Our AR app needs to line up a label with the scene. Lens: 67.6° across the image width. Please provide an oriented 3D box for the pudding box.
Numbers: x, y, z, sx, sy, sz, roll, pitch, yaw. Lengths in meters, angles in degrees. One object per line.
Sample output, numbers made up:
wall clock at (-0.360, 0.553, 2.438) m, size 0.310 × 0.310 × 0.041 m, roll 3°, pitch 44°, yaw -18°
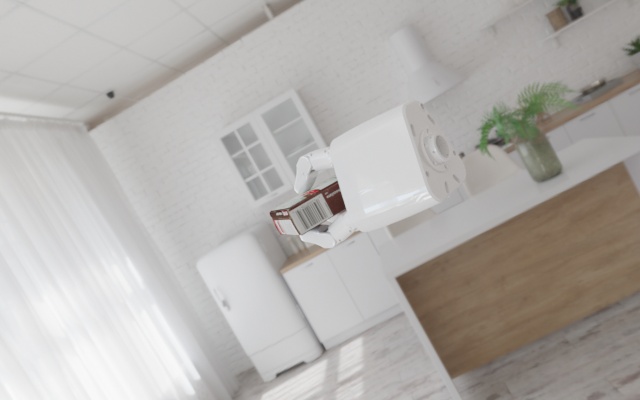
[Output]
pudding box at (0.000, 0.002, 0.601) m, size 0.113 × 0.039 × 0.090 m, roll -28°, pitch 6°, yaw -19°
